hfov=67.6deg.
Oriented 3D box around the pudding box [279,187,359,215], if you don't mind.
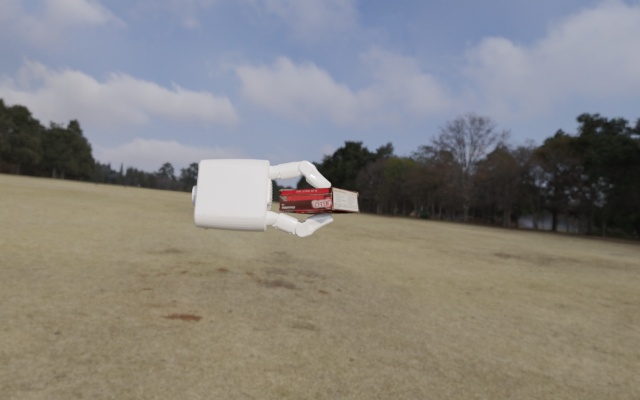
[{"bbox_3d":[0.000,0.002,0.744,0.090,0.039,0.113,-1,-2,24],"label":"pudding box"}]
